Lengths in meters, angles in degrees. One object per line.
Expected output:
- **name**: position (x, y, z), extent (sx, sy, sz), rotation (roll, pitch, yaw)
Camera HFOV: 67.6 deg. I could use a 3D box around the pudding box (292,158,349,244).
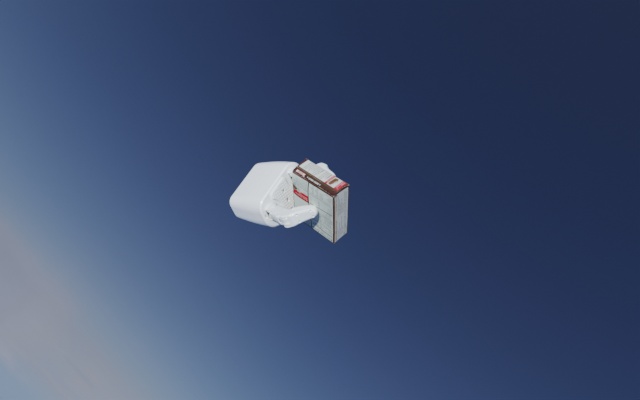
- **pudding box**: position (0.000, 0.003, 0.752), extent (0.090, 0.114, 0.039), rotation (32, 57, 28)
